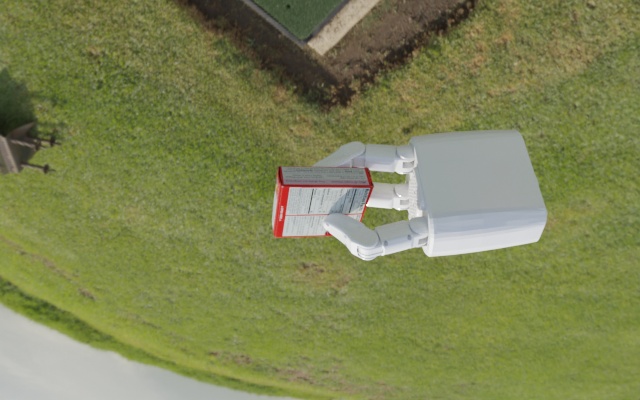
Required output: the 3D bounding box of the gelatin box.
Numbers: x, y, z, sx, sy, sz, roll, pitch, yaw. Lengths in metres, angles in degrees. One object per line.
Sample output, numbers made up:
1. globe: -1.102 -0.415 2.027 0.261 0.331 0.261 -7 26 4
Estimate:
1. gelatin box: 0.000 0.002 0.464 0.089 0.030 0.073 -1 -43 -13
